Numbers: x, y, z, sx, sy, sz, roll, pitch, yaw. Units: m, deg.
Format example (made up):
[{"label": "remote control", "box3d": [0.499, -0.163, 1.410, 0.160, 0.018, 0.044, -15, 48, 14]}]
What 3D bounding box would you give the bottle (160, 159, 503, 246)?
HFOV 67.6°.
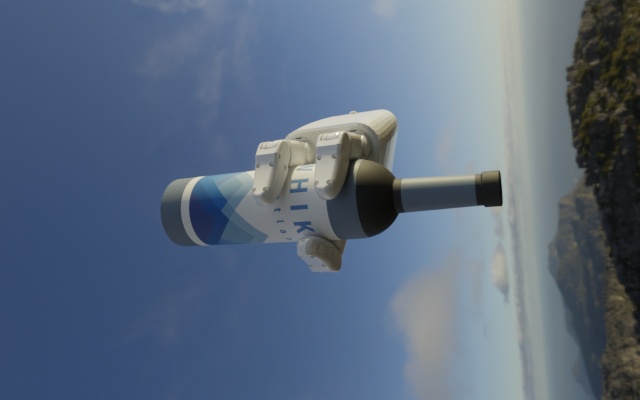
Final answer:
[{"label": "bottle", "box3d": [0.000, 0.001, 0.414, 0.296, 0.069, 0.069, -4, -2, 23]}]
